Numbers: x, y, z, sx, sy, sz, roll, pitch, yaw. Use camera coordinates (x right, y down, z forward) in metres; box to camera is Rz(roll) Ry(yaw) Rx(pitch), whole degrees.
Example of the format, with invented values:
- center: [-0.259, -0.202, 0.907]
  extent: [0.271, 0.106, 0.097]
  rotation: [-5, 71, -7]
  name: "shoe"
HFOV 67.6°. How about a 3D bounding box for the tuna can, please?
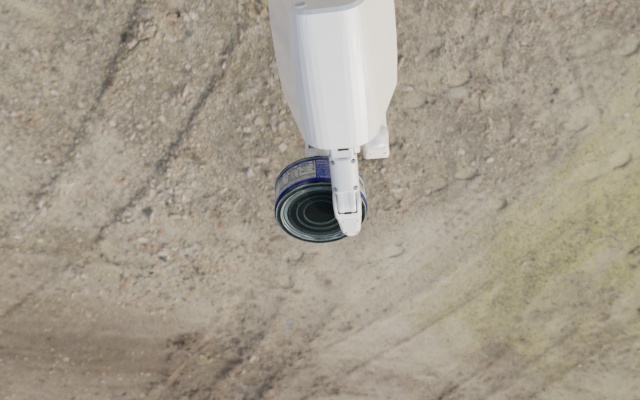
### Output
- center: [0.000, 0.002, 0.441]
  extent: [0.086, 0.033, 0.086]
  rotation: [-2, -43, -1]
  name: "tuna can"
